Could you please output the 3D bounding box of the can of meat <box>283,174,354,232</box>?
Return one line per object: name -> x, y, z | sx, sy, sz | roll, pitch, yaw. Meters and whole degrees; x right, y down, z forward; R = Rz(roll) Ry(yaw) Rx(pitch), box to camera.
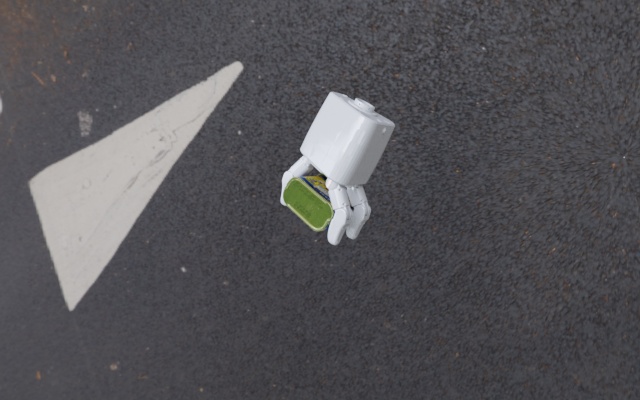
can of meat -> 0.000, 0.003, 0.769 | 0.102, 0.057, 0.084 | 40, 23, 23
